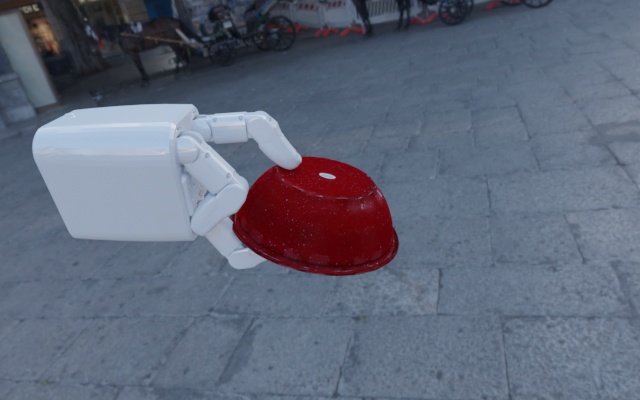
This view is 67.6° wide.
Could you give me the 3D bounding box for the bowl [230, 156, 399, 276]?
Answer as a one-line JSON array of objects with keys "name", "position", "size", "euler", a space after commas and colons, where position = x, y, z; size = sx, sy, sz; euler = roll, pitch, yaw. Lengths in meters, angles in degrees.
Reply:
[{"name": "bowl", "position": [0.001, 0.001, 0.444], "size": [0.162, 0.055, 0.162], "euler": [9, 25, -5]}]
